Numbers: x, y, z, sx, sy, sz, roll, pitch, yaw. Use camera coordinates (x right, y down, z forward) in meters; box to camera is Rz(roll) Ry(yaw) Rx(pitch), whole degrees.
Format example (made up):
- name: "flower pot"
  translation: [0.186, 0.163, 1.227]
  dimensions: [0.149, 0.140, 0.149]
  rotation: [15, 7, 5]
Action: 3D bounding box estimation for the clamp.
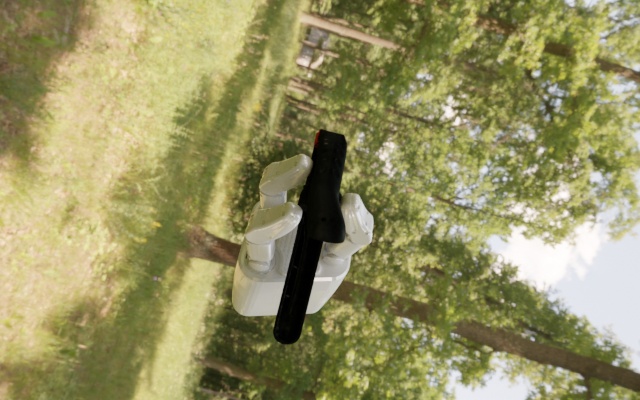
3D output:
- name: "clamp"
  translation: [0.001, 0.001, 0.421]
  dimensions: [0.036, 0.209, 0.165]
  rotation: [15, -37, -6]
